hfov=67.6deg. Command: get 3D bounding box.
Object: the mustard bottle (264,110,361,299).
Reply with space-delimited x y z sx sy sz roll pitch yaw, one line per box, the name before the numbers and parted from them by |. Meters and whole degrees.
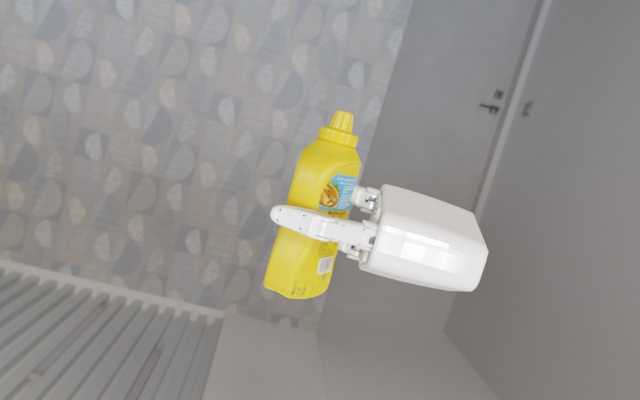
mustard bottle | 0.000 0.002 0.498 0.058 0.191 0.096 19 8 26
